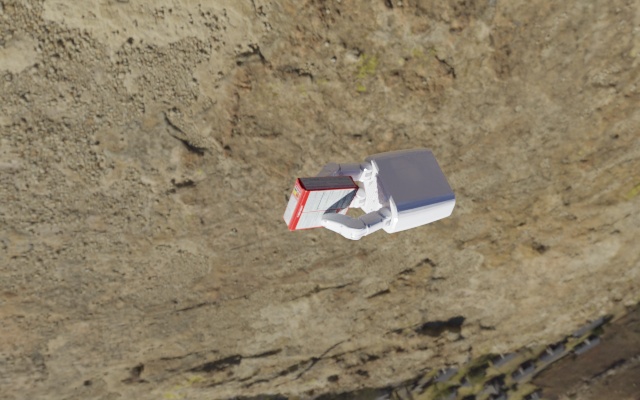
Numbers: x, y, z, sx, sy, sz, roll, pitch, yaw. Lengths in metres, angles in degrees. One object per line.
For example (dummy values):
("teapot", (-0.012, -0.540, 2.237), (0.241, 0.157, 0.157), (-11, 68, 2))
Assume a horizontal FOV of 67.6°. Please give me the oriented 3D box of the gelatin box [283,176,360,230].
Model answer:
("gelatin box", (0.000, 0.002, 0.658), (0.089, 0.073, 0.030), (-5, 45, -33))
